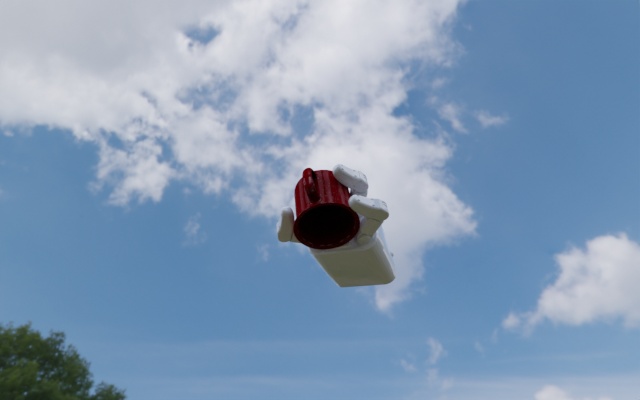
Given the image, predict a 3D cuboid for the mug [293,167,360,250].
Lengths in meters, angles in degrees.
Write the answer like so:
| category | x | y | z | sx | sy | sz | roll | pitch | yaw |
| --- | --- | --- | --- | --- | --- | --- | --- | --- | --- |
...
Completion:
| category | x | y | z | sx | sy | sz | roll | pitch | yaw |
| --- | --- | --- | --- | --- | --- | --- | --- | --- | --- |
| mug | -0.001 | 0.001 | 0.678 | 0.093 | 0.081 | 0.117 | -21 | -48 | 11 |
